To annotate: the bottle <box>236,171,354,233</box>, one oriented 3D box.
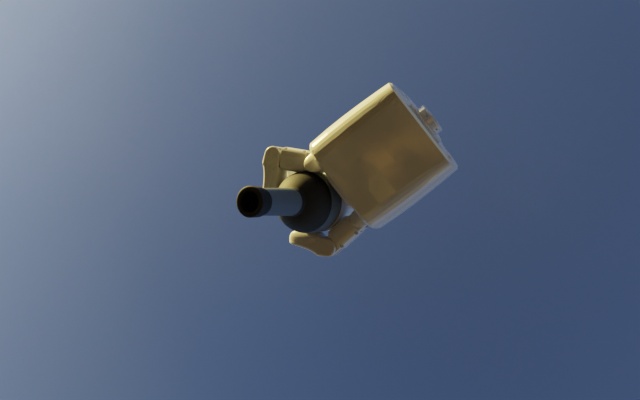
[{"bbox_3d":[0.000,0.002,0.540,0.069,0.069,0.296,0,0,24],"label":"bottle"}]
